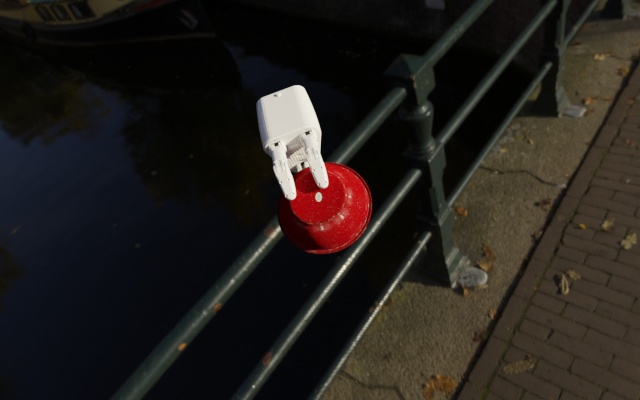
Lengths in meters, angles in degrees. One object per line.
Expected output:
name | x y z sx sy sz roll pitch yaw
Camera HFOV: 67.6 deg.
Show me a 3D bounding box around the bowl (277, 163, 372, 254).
bowl | 0.001 0.003 0.773 0.162 0.162 0.055 0 -19 12
